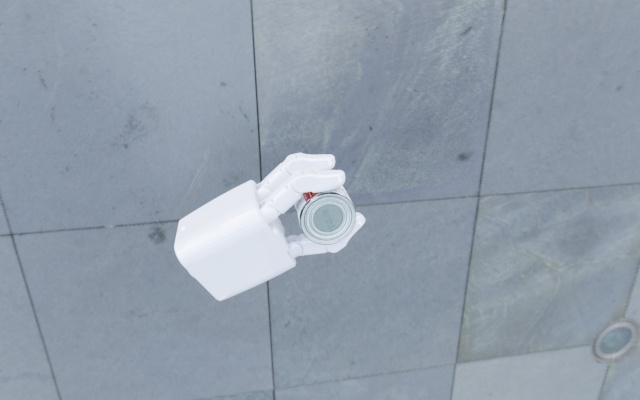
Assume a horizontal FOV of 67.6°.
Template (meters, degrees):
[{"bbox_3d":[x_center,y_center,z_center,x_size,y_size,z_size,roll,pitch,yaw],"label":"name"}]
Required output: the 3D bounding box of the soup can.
[{"bbox_3d":[0.001,0.002,0.586,0.068,0.068,0.102,0,23,-11],"label":"soup can"}]
